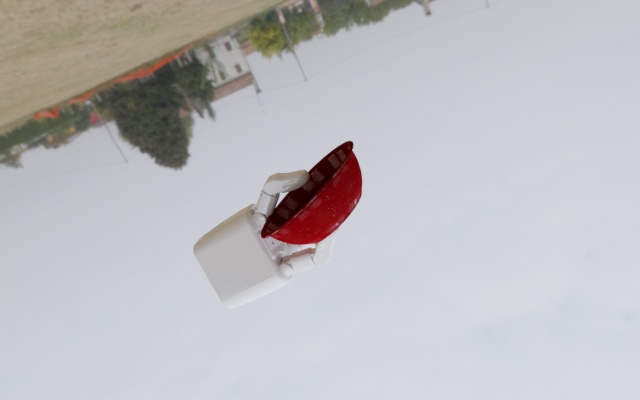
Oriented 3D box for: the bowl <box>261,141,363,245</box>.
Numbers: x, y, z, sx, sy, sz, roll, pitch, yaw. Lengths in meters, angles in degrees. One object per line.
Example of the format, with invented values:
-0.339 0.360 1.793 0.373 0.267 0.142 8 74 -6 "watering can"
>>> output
0.001 0.002 0.590 0.055 0.162 0.162 43 -11 -12 "bowl"
